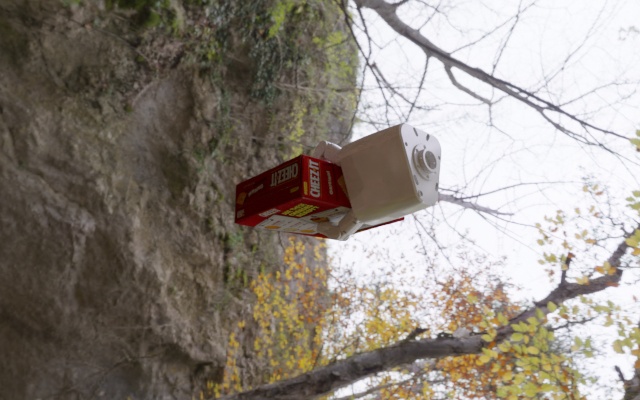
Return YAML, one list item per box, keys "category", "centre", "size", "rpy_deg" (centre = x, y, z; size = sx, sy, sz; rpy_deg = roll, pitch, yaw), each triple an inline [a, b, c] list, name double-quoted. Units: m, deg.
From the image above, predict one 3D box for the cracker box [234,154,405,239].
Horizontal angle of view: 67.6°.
- category: "cracker box"
  centre: [0.000, 0.003, 0.744]
  size: [0.214, 0.072, 0.164]
  rpy_deg: [14, -23, -41]
